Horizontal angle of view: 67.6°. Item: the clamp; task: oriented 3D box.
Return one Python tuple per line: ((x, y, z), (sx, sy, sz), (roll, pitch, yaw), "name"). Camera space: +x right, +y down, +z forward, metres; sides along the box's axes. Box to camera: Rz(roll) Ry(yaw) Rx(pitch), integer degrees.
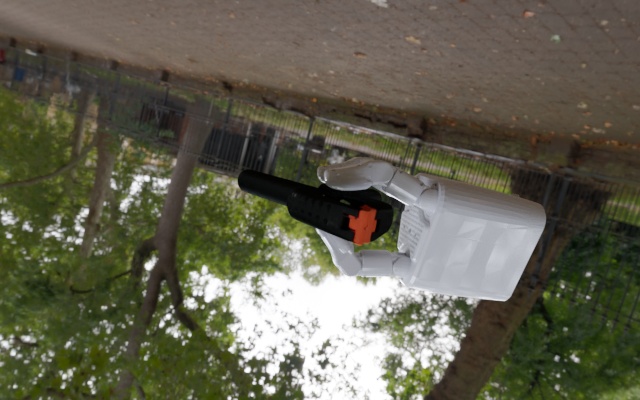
((0.000, 0.002, 0.450), (0.164, 0.036, 0.210), (8, 7, -8), "clamp")
